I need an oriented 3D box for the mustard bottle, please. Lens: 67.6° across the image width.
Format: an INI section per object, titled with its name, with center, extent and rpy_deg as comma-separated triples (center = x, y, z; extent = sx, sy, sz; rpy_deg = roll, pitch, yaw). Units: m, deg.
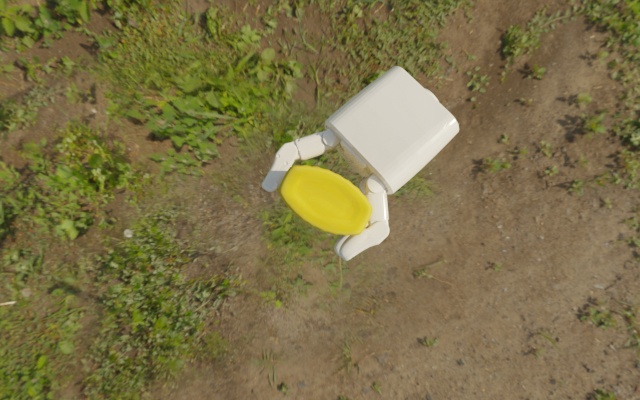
[mustard bottle]
center = 0.000, 0.002, 0.562
extent = 0.096, 0.058, 0.191
rpy_deg = 26, -3, -3
